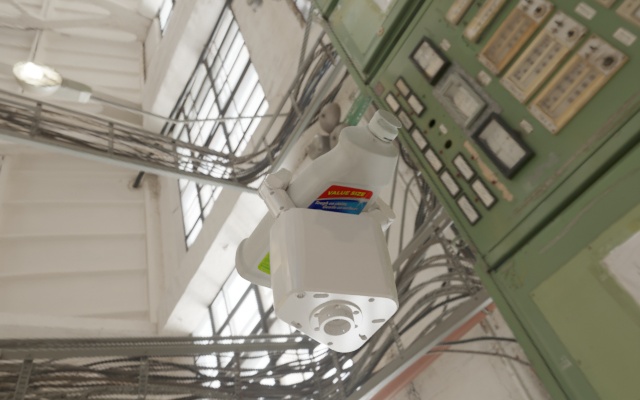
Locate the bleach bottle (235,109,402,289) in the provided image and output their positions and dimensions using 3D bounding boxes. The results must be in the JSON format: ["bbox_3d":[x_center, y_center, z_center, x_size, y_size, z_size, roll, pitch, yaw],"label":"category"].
[{"bbox_3d":[0.000,0.002,0.541,0.102,0.251,0.068,22,33,-22],"label":"bleach bottle"}]
